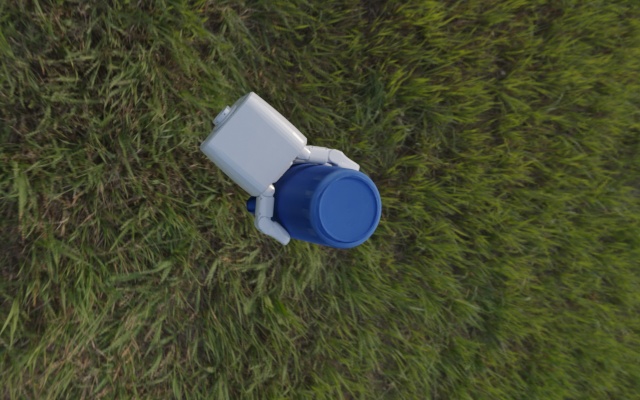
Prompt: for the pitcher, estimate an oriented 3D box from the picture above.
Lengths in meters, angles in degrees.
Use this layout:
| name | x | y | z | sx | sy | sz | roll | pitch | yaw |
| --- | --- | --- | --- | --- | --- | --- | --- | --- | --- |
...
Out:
| name | x | y | z | sx | sy | sz | roll | pitch | yaw |
| --- | --- | --- | --- | --- | --- | --- | --- | --- | --- |
| pitcher | 0.000 | 0.002 | 0.741 | 0.145 | 0.149 | 0.243 | 42 | -13 | -20 |
